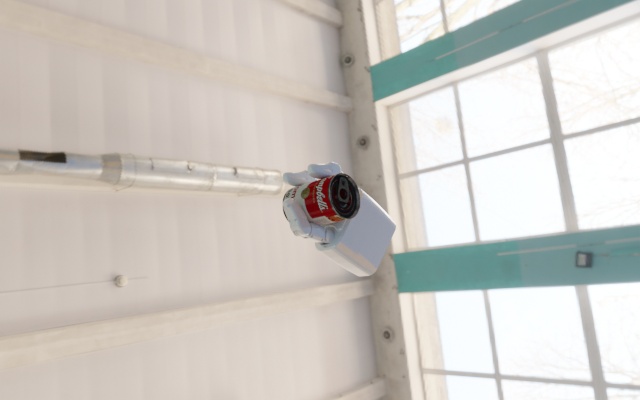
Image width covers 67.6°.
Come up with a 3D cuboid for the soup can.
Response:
[{"bbox_3d":[0.000,0.002,0.721,0.102,0.068,0.068,-14,-10,42],"label":"soup can"}]
